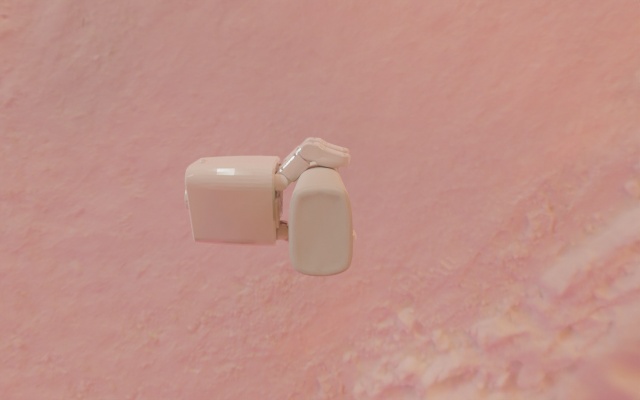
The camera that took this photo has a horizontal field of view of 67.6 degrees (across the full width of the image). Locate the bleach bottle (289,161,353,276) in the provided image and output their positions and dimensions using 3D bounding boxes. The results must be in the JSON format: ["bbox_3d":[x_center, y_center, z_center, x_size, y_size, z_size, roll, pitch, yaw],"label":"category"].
[{"bbox_3d":[0.000,0.002,0.609,0.068,0.102,0.250,-1,14,0],"label":"bleach bottle"}]
